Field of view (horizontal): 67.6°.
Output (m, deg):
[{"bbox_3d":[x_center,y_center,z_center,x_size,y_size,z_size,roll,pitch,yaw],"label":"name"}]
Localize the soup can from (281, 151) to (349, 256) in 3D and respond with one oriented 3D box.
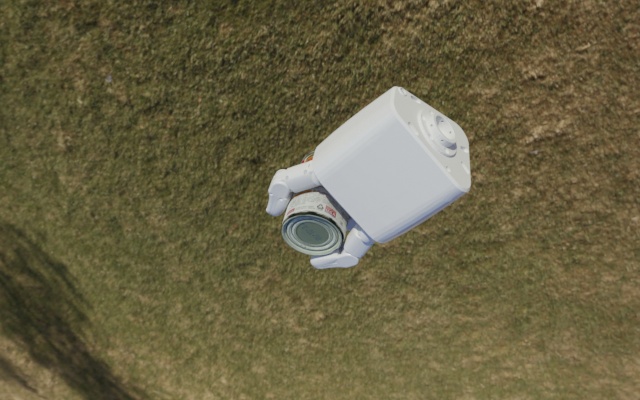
[{"bbox_3d":[0.000,0.002,0.529,0.068,0.069,0.102,7,46,7],"label":"soup can"}]
